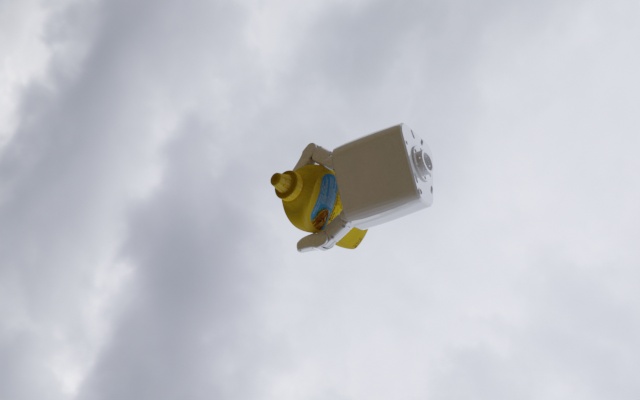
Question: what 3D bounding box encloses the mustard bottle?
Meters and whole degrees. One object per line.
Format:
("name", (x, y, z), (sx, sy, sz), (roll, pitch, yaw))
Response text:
("mustard bottle", (0.000, 0.002, 0.683), (0.058, 0.096, 0.192), (10, -11, 42))
